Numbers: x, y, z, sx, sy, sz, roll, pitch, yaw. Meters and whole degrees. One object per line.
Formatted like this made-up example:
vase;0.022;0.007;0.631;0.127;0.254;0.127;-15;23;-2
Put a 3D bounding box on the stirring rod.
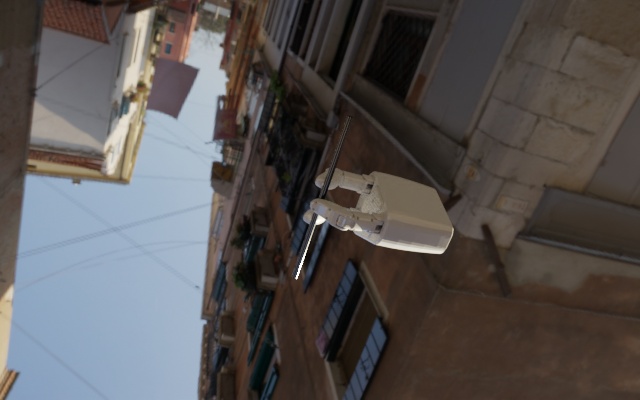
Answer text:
stirring rod;0.000;0.002;0.637;0.011;0.240;0.011;17;20;-6
